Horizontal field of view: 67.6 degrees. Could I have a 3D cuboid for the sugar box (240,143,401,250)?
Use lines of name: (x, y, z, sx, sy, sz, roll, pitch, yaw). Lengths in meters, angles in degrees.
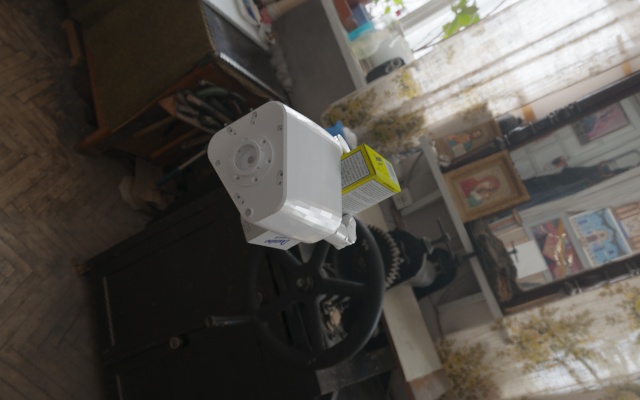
sugar box: (0.000, 0.001, 0.570, 0.176, 0.048, 0.093, -25, -22, 20)
